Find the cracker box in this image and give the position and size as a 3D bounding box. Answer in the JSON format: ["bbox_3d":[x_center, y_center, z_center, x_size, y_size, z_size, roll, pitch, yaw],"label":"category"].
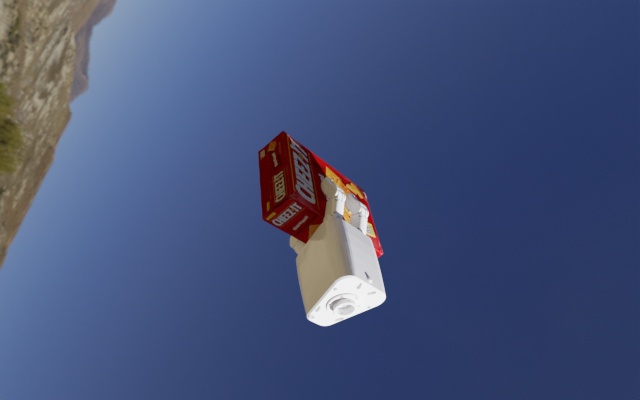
[{"bbox_3d":[0.000,0.003,0.798,0.072,0.164,0.214,-38,-51,24],"label":"cracker box"}]
